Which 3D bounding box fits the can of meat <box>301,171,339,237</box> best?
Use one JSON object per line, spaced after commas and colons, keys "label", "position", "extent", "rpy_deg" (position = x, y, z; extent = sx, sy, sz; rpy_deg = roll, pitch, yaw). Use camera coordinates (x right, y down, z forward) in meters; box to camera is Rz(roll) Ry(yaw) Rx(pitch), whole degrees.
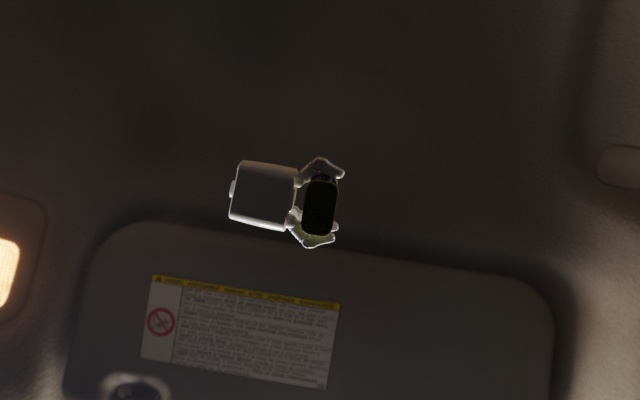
{"label": "can of meat", "position": [0.000, 0.003, 0.875], "extent": [0.057, 0.102, 0.084], "rpy_deg": [9, 17, 1]}
